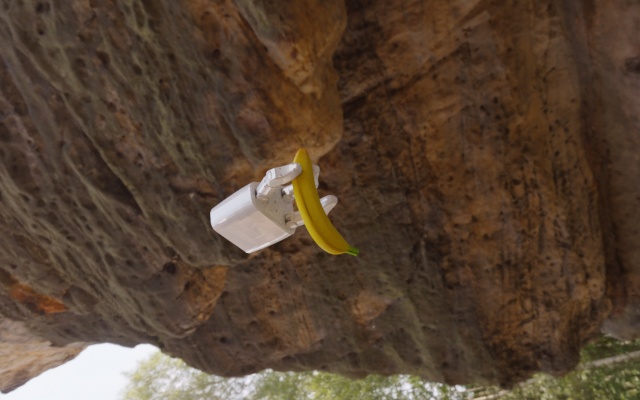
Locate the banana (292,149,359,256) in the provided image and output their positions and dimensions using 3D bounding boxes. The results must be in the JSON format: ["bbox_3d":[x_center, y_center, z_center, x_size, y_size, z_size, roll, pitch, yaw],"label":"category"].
[{"bbox_3d":[-0.008,0.007,0.759,0.037,0.197,0.069,-31,-10,30],"label":"banana"}]
